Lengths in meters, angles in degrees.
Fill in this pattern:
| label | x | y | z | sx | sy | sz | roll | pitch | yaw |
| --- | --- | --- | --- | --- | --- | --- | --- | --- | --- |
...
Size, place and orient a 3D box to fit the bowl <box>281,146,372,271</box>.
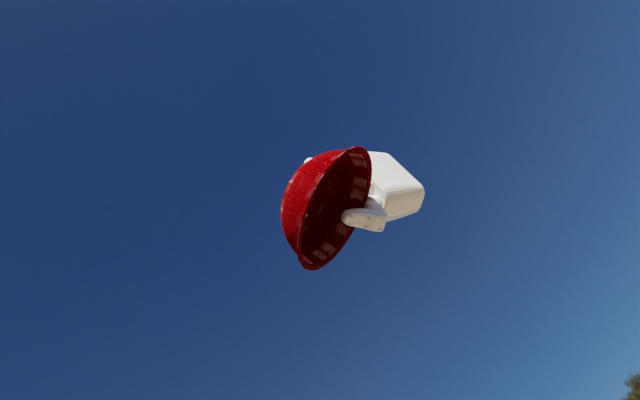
| label | x | y | z | sx | sy | sz | roll | pitch | yaw |
| --- | --- | --- | --- | --- | --- | --- | --- | --- | --- |
| bowl | -0.001 | 0.002 | 0.585 | 0.055 | 0.162 | 0.162 | 25 | 11 | 25 |
